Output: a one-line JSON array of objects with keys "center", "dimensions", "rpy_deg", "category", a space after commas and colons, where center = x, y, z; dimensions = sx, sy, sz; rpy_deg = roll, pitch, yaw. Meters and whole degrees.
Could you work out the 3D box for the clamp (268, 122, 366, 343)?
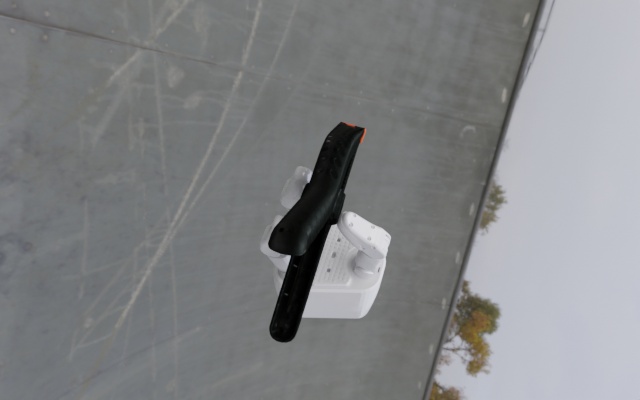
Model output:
[{"center": [0.001, 0.001, 0.406], "dimensions": [0.036, 0.210, 0.165], "rpy_deg": [18, -29, 6], "category": "clamp"}]
